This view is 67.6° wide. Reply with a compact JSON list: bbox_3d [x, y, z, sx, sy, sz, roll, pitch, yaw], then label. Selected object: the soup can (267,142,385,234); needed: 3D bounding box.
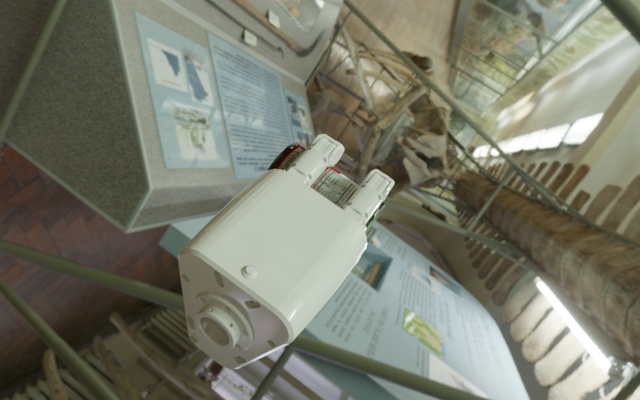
[{"bbox_3d":[0.001,0.001,0.445,0.102,0.068,0.068,35,5,8],"label":"soup can"}]
